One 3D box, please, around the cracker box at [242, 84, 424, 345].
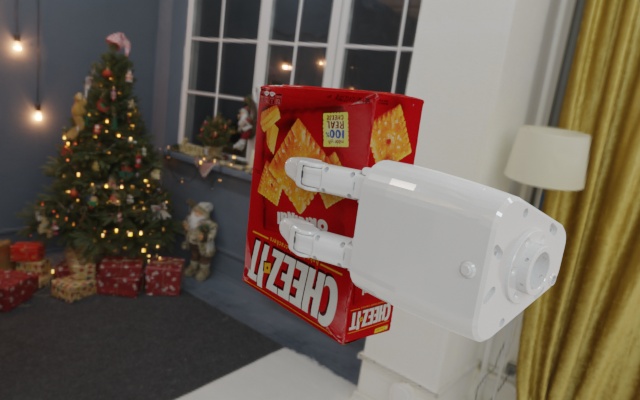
[{"bbox_3d":[0.000,0.001,0.458,0.072,0.214,0.164,-3,15,-41],"label":"cracker box"}]
